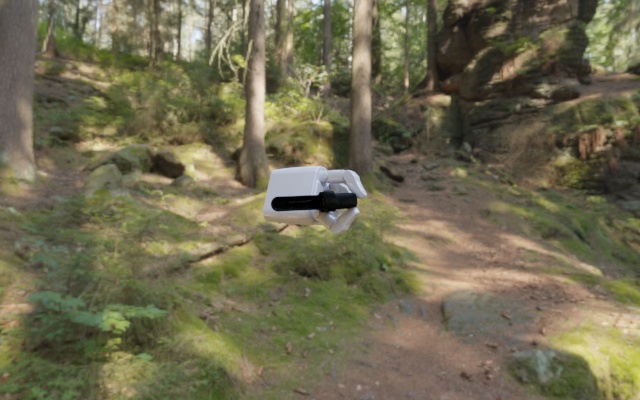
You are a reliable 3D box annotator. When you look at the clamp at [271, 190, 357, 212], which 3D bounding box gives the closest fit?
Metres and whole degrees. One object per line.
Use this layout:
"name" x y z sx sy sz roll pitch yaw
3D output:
"clamp" 0.000 0.002 0.816 0.120 0.039 0.171 0 -3 27
